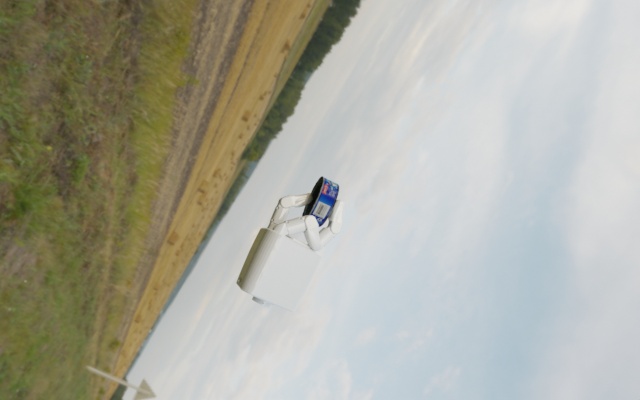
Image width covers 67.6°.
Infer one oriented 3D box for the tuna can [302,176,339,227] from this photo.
[{"bbox_3d":[0.001,0.003,0.842,0.034,0.086,0.086,24,-5,-11],"label":"tuna can"}]
